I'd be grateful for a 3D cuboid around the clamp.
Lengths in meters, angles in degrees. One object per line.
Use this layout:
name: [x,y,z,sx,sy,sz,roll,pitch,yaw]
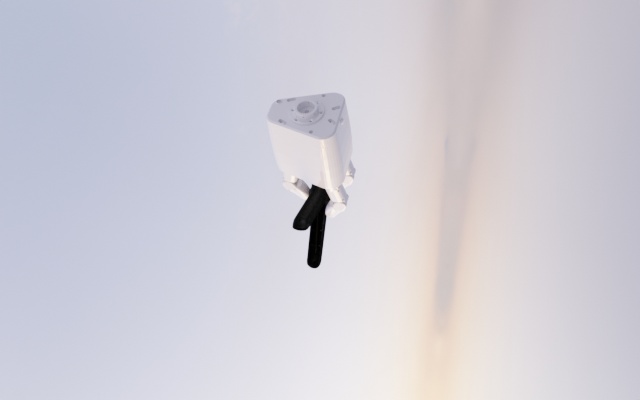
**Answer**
clamp: [-0.001,0.002,0.809,0.036,0.209,0.165,9,-34,12]
